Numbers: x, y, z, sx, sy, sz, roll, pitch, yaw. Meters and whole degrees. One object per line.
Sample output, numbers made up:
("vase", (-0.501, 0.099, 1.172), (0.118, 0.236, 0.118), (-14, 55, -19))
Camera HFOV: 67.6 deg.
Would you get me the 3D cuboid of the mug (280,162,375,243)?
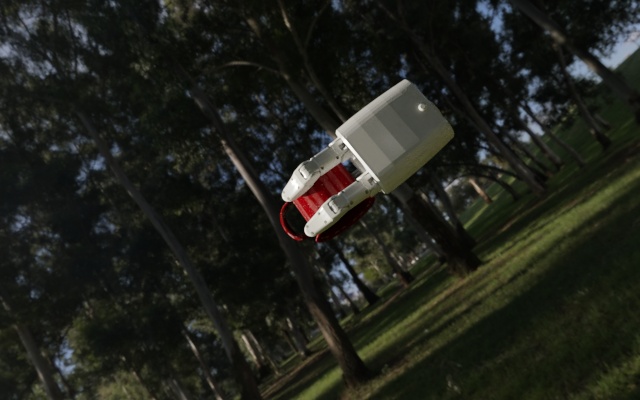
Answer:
("mug", (-0.001, 0.003, 0.618), (0.117, 0.081, 0.093), (-38, -16, 2))
